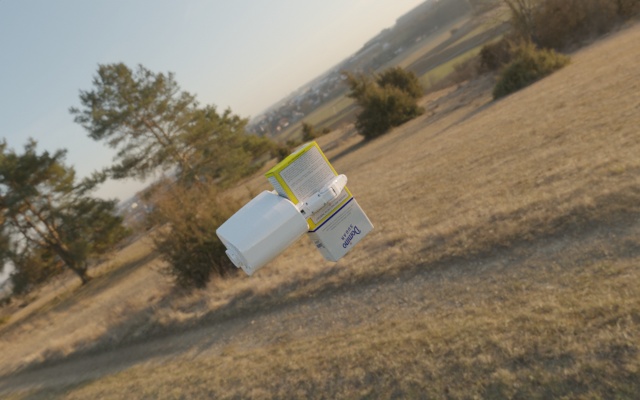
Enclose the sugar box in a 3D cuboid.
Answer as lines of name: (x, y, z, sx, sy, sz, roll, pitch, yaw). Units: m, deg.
sugar box: (0.000, 0.003, 0.767, 0.093, 0.176, 0.048, -39, 15, -22)
